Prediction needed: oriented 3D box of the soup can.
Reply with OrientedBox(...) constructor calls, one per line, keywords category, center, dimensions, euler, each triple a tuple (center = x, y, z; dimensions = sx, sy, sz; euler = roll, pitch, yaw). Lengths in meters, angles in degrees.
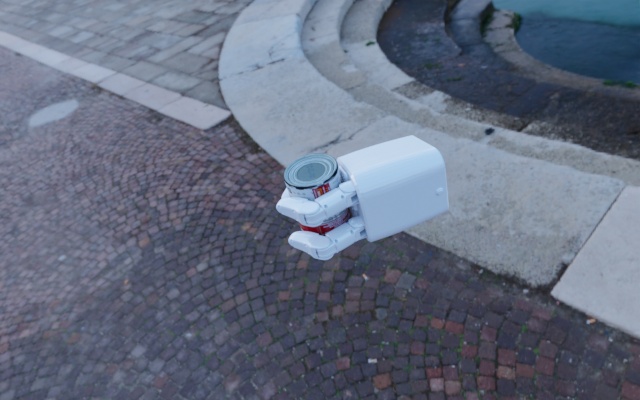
OrientedBox(category="soup can", center=(0.000, 0.002, 0.588), dimensions=(0.068, 0.102, 0.068), euler=(-10, 38, 8))
